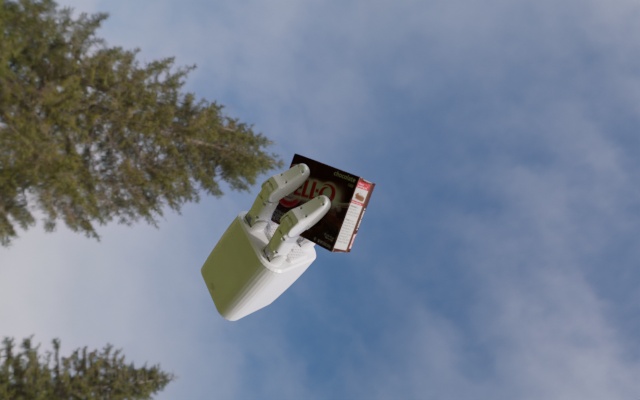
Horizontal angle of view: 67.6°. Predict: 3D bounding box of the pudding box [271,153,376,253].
[{"bbox_3d":[0.000,0.002,0.568,0.113,0.090,0.039,23,6,39],"label":"pudding box"}]
